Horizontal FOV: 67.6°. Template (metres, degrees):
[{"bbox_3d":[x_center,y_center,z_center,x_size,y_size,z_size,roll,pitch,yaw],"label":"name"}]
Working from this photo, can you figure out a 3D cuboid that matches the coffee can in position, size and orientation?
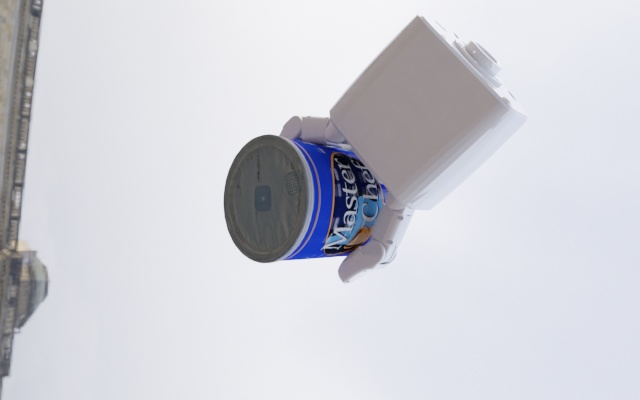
[{"bbox_3d":[0.000,0.002,0.430,0.103,0.103,0.140,0,-2,42],"label":"coffee can"}]
